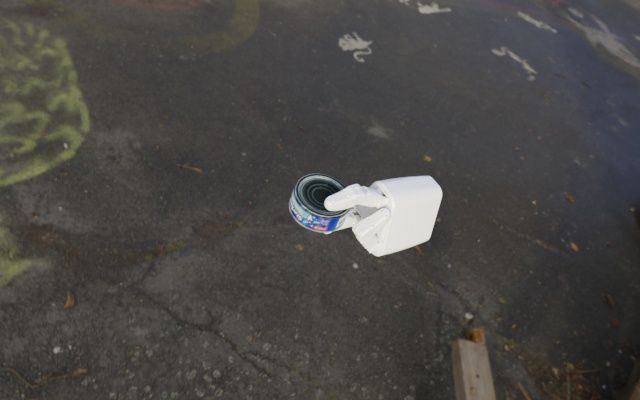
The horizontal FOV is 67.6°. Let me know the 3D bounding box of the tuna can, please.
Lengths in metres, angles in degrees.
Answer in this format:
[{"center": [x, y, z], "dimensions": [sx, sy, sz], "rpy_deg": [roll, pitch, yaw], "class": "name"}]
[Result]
[{"center": [0.000, 0.002, 0.679], "dimensions": [0.086, 0.086, 0.034], "rpy_deg": [0, -41, -21], "class": "tuna can"}]
